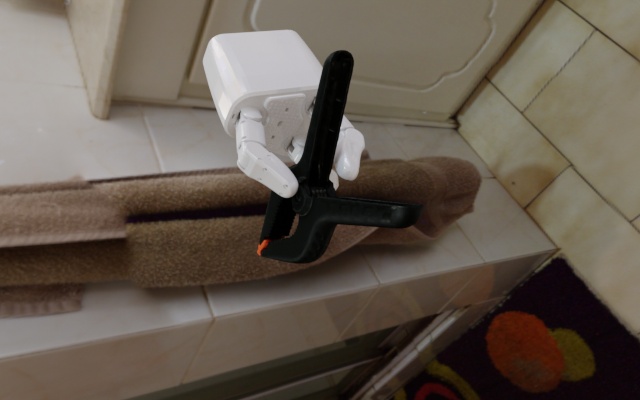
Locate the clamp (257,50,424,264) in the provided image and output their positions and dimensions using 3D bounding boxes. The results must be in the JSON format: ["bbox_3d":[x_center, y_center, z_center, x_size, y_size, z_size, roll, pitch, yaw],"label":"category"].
[{"bbox_3d":[-0.001,0.002,0.417,0.036,0.164,0.210,2,-41,-34],"label":"clamp"}]
